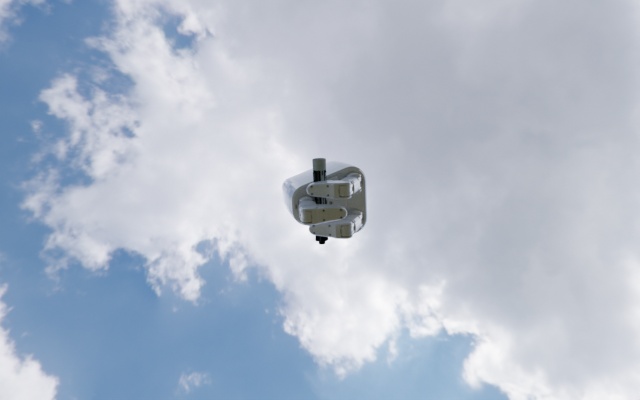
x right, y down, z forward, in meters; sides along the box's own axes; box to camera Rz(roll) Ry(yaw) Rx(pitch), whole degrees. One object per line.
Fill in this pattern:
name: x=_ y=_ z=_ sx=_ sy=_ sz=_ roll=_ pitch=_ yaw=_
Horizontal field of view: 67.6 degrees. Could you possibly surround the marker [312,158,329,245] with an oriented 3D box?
marker: x=0.000 y=0.002 z=0.661 sx=0.020 sy=0.121 sz=0.020 roll=-2 pitch=12 yaw=0
